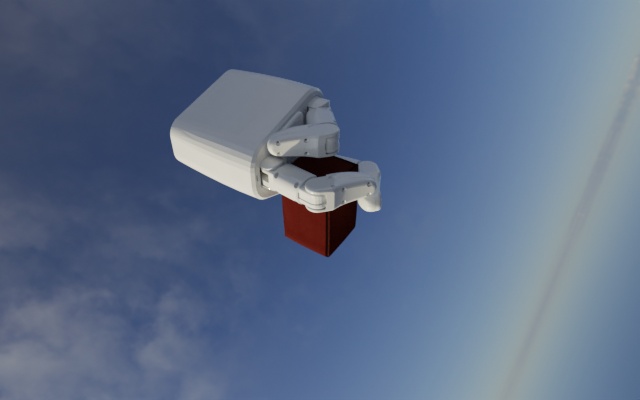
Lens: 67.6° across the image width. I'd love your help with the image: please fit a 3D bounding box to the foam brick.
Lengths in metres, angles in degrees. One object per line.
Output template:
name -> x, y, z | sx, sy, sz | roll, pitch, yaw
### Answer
foam brick -> 0.000, 0.002, 0.446 | 0.051, 0.078, 0.053 | 21, 42, 26
